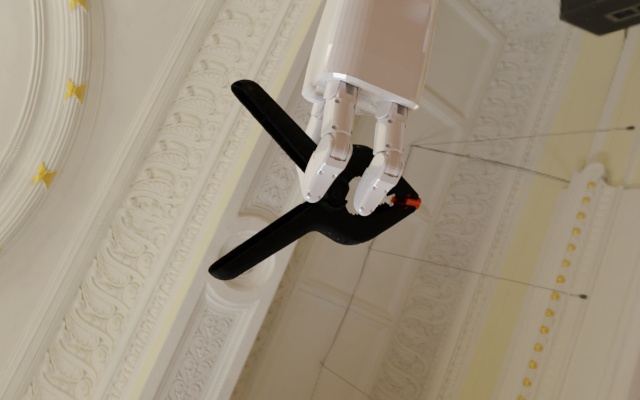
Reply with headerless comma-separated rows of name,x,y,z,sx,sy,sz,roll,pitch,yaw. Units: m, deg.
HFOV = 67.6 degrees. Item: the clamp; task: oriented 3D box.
clamp,0.000,0.001,0.434,0.210,0.164,0.036,14,0,-30
